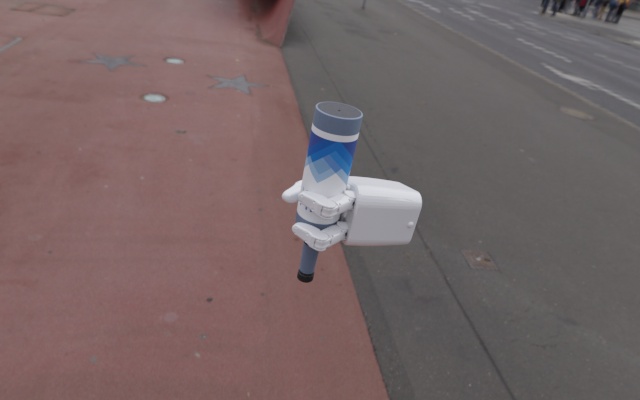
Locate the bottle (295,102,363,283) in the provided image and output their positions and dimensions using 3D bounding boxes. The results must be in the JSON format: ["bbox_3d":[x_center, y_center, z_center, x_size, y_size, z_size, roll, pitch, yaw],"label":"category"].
[{"bbox_3d":[0.000,0.002,0.725,0.069,0.296,0.069,9,29,-5],"label":"bottle"}]
